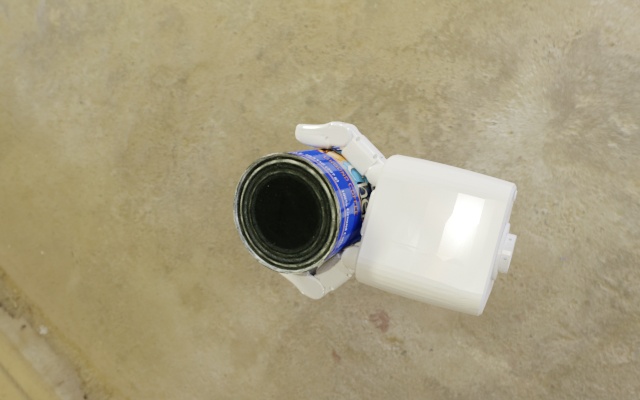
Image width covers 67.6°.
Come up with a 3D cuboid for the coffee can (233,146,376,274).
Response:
[{"bbox_3d":[0.000,0.001,0.455,0.103,0.103,0.140,0,8,26],"label":"coffee can"}]
